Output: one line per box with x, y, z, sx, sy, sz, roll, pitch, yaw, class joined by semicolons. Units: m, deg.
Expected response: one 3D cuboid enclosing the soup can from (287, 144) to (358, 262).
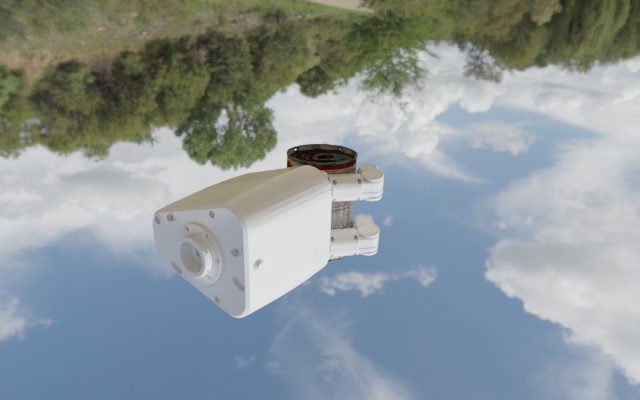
0.000;0.002;0.473;0.068;0.102;0.068;2;21;-1;soup can
